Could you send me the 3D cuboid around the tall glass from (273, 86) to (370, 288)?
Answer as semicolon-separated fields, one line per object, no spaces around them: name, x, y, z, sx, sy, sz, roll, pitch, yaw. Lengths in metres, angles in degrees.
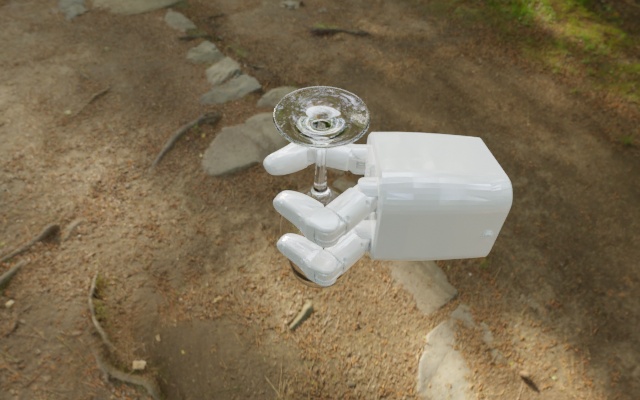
tall glass;0.000;0.001;0.435;0.079;0.079;0.201;0;-42;-1
